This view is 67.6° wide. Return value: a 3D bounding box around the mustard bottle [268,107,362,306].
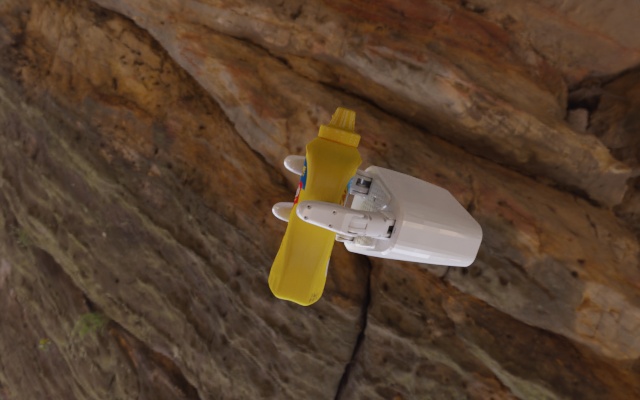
[{"bbox_3d":[0.000,0.002,0.483,0.058,0.191,0.096,17,9,1],"label":"mustard bottle"}]
